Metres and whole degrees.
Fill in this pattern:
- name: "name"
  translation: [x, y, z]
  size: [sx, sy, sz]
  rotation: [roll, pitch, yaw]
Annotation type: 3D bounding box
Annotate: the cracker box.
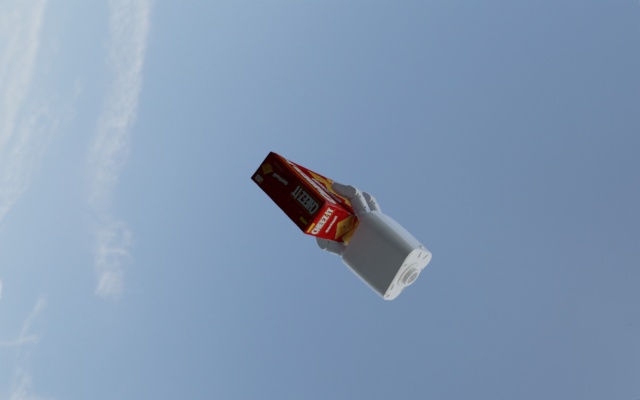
- name: "cracker box"
  translation: [0.000, 0.003, 0.880]
  size: [0.164, 0.072, 0.214]
  rotation: [43, 12, 33]
